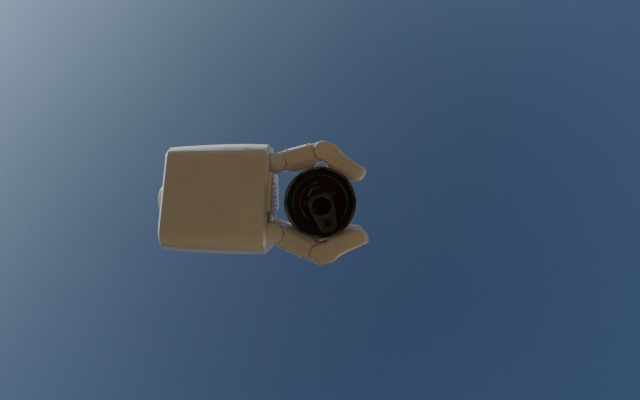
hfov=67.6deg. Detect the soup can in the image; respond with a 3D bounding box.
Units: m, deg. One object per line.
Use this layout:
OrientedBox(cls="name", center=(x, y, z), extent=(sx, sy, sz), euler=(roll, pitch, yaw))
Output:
OrientedBox(cls="soup can", center=(0.001, 0.001, 0.497), extent=(0.068, 0.068, 0.102), euler=(0, 0, 1))
